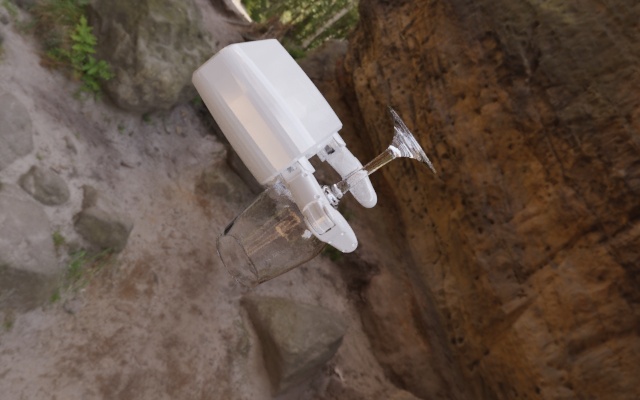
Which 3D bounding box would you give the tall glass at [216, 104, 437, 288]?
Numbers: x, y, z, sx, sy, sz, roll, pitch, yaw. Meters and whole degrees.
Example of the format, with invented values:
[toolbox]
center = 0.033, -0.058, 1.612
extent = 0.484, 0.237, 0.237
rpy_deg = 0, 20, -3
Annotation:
[tall glass]
center = 0.001, 0.001, 0.437
extent = 0.201, 0.079, 0.079
rpy_deg = -35, -8, 11
